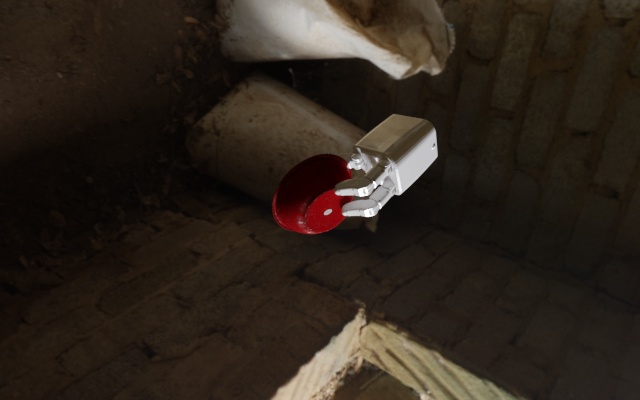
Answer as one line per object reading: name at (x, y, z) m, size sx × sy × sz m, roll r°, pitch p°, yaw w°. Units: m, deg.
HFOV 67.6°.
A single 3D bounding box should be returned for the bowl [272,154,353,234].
bowl at (-0.001, 0.004, 0.818) m, size 0.162 × 0.162 × 0.055 m, roll 0°, pitch 35°, yaw -38°
